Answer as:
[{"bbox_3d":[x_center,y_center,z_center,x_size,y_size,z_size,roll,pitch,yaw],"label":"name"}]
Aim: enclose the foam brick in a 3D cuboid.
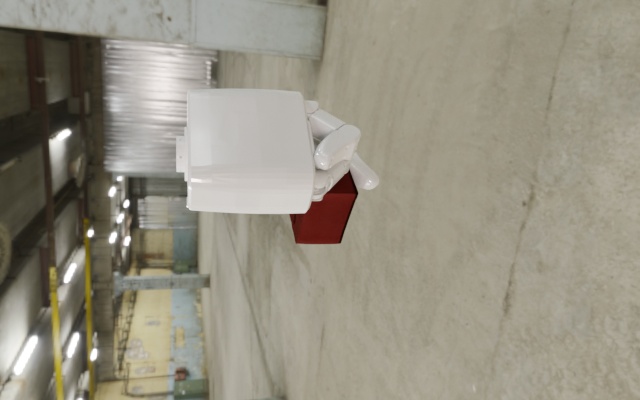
[{"bbox_3d":[0.000,0.002,0.496,0.051,0.078,0.053,-1,45,-17],"label":"foam brick"}]
